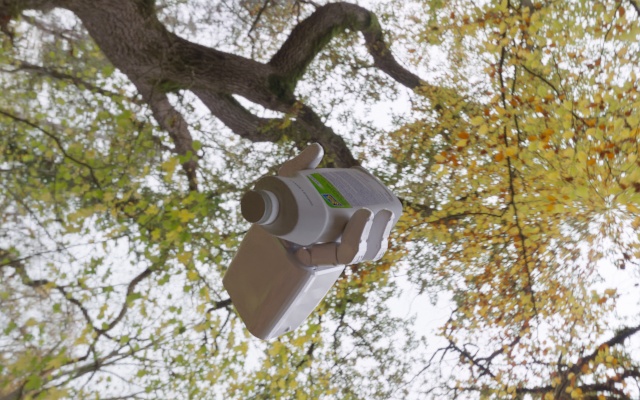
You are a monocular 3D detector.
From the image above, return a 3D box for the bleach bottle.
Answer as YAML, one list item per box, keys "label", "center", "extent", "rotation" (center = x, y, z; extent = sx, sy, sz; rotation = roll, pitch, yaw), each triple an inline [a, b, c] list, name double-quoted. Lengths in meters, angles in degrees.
- label: "bleach bottle"
  center: [0.000, 0.002, 0.525]
  extent: [0.102, 0.068, 0.251]
  rotation: [43, 20, 24]
